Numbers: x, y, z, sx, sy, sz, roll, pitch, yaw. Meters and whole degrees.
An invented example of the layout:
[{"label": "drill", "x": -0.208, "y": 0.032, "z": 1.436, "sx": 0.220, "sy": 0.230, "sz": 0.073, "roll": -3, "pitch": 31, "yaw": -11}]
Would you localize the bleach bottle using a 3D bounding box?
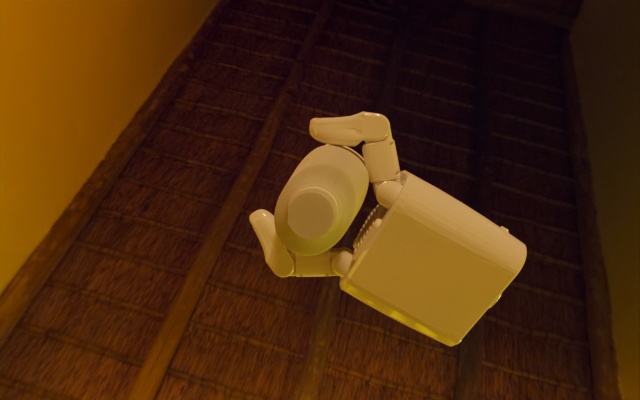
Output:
[{"label": "bleach bottle", "x": 0.000, "y": 0.001, "z": 0.404, "sx": 0.068, "sy": 0.102, "sz": 0.251, "roll": 30, "pitch": 8, "yaw": 1}]
